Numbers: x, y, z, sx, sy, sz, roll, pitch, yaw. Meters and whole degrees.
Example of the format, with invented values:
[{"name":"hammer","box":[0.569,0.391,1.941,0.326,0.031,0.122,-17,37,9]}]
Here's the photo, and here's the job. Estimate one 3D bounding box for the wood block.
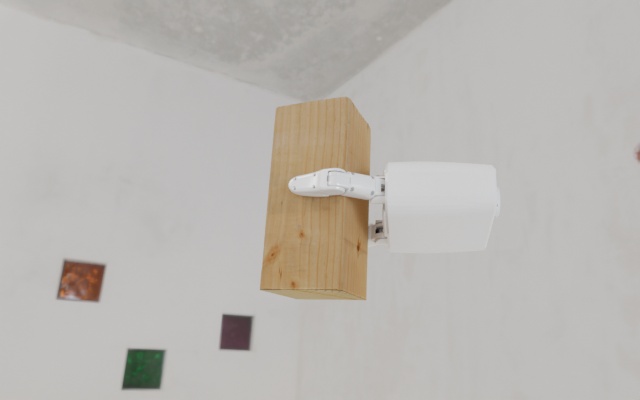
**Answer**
[{"name":"wood block","box":[0.000,0.002,0.533,0.090,0.206,0.091,-4,-18,22]}]
